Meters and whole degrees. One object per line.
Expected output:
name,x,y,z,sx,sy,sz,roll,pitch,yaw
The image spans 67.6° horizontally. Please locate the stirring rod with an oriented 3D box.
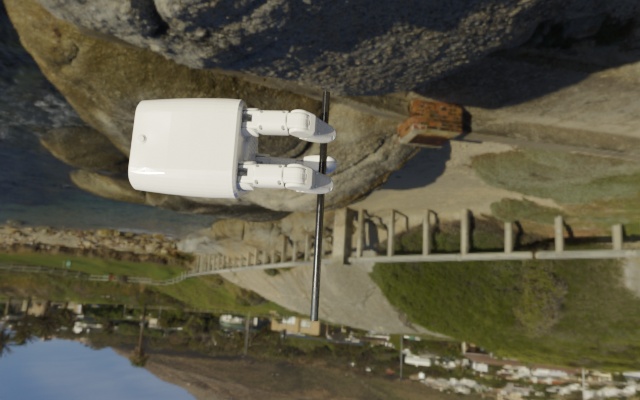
stirring rod,0.000,0.002,0.496,0.011,0.239,0.011,3,-10,1
